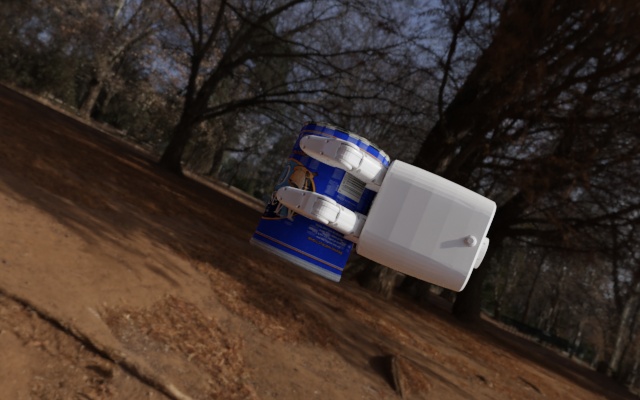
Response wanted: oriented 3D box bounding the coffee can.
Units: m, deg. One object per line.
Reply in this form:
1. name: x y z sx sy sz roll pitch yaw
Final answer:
1. coffee can: 0.000 0.002 0.509 0.103 0.140 0.103 24 -6 3
